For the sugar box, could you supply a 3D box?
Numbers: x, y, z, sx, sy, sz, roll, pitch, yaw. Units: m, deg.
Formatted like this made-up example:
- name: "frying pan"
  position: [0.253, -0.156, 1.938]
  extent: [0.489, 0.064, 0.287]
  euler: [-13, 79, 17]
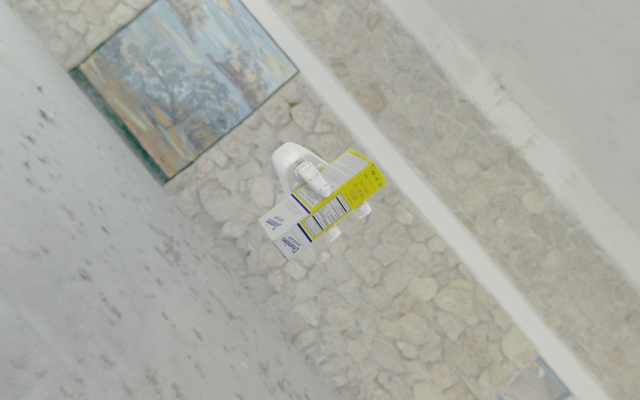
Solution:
- name: "sugar box"
  position: [0.000, 0.003, 0.681]
  extent: [0.176, 0.048, 0.093]
  euler: [-40, 26, -3]
